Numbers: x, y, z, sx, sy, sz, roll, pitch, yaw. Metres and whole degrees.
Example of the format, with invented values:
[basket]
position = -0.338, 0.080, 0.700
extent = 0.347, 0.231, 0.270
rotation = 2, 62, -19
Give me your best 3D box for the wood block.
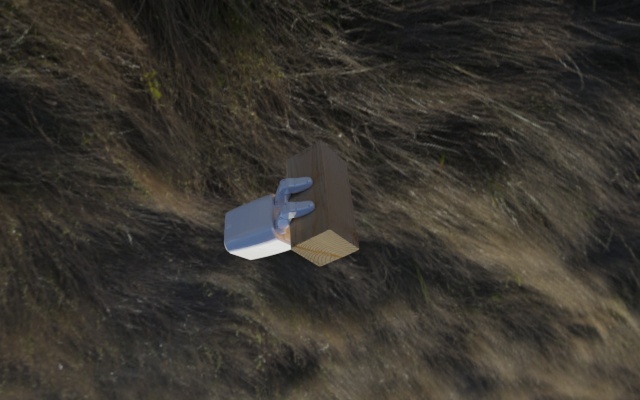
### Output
[wood block]
position = 0.000, 0.003, 0.891
extent = 0.090, 0.206, 0.091
rotation = -28, -42, 26
